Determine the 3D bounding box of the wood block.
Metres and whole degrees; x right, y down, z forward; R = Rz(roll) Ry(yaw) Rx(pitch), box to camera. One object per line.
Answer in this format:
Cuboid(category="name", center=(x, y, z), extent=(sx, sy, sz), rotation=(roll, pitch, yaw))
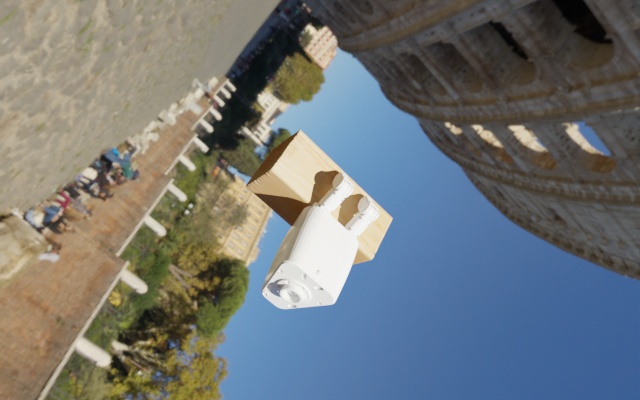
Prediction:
Cuboid(category="wood block", center=(0.000, 0.003, 0.746), extent=(0.206, 0.090, 0.091), rotation=(43, -34, -17))
